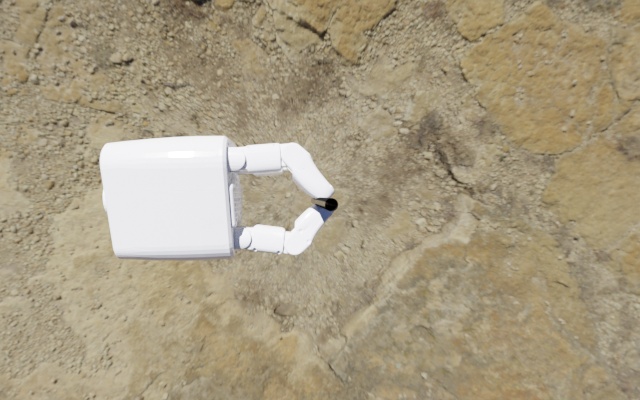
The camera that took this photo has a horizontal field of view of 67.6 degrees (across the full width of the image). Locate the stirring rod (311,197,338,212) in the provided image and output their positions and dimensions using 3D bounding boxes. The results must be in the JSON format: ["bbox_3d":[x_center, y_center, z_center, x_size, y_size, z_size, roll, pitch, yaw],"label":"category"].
[{"bbox_3d":[0.000,0.001,0.403,0.011,0.011,0.239,0,1,-3],"label":"stirring rod"}]
